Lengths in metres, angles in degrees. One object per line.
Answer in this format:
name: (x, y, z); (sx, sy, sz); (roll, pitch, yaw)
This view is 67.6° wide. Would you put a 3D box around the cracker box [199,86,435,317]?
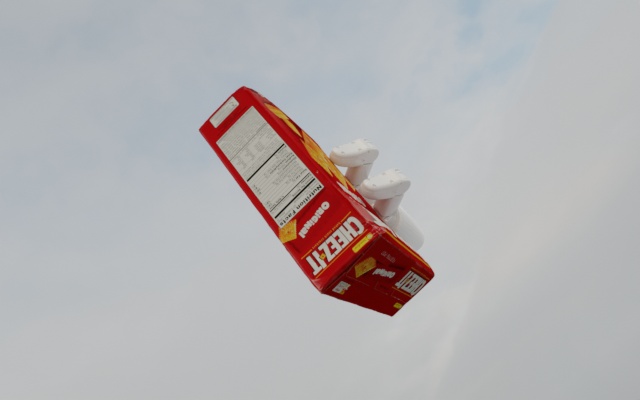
cracker box: (0.000, 0.002, 0.462); (0.213, 0.072, 0.164); (49, 8, 32)
